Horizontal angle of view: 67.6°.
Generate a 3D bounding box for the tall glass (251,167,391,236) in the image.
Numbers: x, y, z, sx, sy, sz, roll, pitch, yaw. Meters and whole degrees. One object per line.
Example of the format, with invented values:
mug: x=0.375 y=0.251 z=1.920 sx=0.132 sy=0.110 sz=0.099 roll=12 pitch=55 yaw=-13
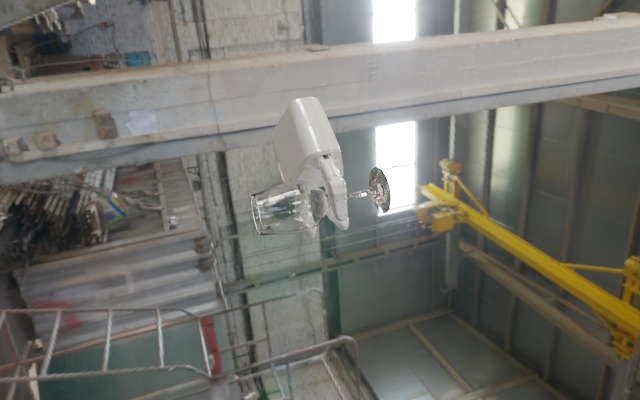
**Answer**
tall glass: x=0.001 y=0.002 z=0.718 sx=0.201 sy=0.079 sz=0.079 roll=-12 pitch=3 yaw=-17
